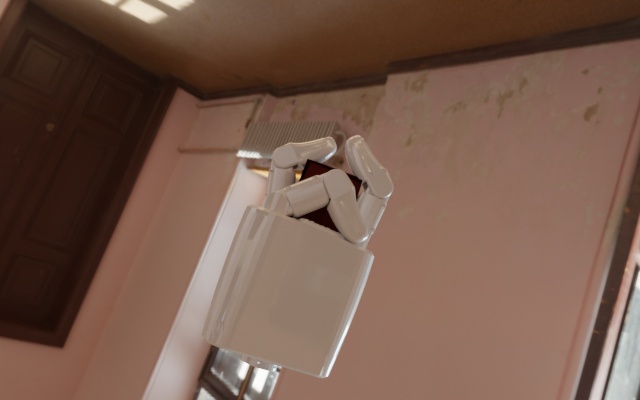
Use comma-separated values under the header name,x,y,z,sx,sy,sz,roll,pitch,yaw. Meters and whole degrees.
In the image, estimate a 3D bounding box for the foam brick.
name,x,y,z,sx,sy,sz,roll,pitch,yaw
foam brick,0.000,0.001,0.435,0.053,0.051,0.078,20,-9,-2
